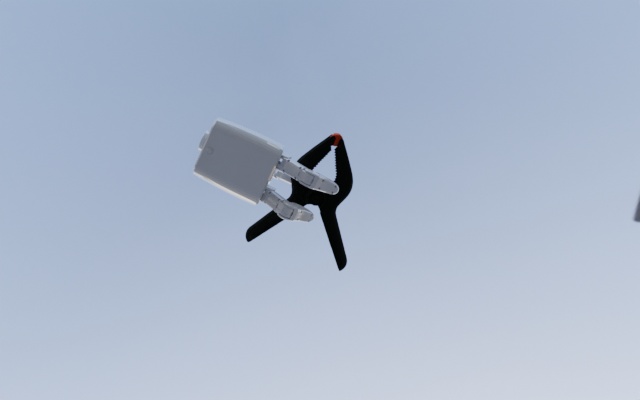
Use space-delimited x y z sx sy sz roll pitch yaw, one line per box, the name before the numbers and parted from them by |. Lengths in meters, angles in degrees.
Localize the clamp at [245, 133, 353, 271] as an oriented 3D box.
clamp | 0.000 0.002 0.730 0.164 0.210 0.036 25 12 -10
